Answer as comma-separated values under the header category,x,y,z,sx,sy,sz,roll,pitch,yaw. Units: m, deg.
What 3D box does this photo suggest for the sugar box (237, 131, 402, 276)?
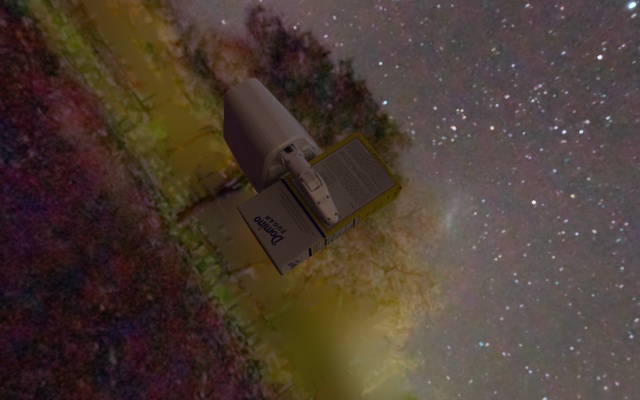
category,x,y,z,sx,sy,sz,roll,pitch,yaw
sugar box,0.000,0.002,0.574,0.176,0.093,0.048,-33,-19,-9
